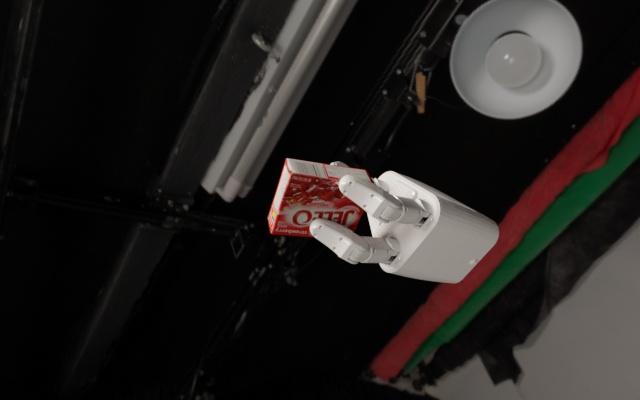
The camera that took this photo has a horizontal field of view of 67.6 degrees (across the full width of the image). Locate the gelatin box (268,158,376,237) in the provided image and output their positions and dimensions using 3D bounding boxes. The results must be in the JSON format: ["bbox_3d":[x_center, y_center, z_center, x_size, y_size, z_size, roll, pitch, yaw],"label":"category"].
[{"bbox_3d":[0.000,0.001,0.472,0.089,0.073,0.030,7,35,-22],"label":"gelatin box"}]
